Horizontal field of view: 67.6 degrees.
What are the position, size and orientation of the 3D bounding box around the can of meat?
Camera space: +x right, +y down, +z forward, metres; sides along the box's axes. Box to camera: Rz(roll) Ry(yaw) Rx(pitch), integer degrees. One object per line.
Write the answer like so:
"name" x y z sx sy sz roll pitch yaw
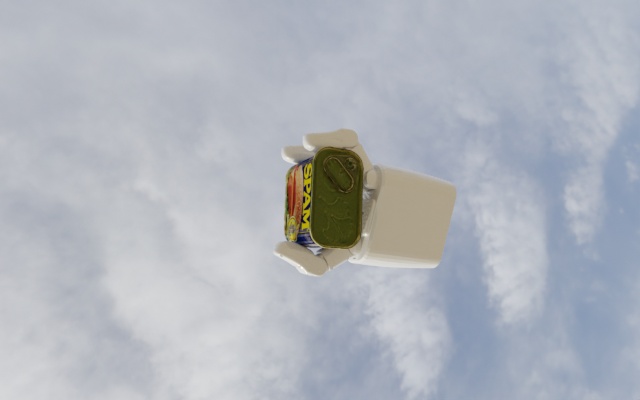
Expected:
"can of meat" 0.000 0.002 0.511 0.057 0.102 0.084 6 -9 -24
